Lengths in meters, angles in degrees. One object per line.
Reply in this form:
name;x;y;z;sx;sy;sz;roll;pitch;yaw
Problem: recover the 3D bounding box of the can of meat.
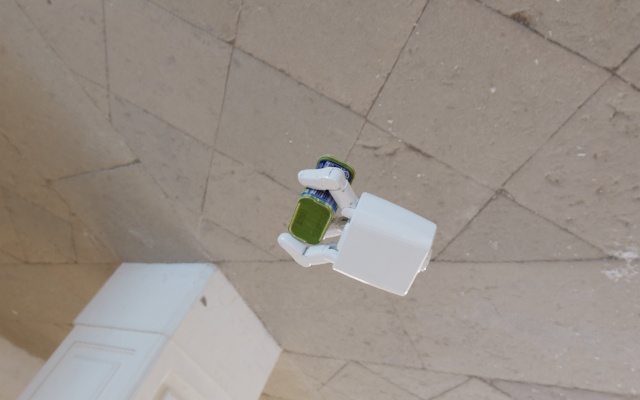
can of meat;0.000;0.002;0.662;0.057;0.084;0.102;25;-40;2
